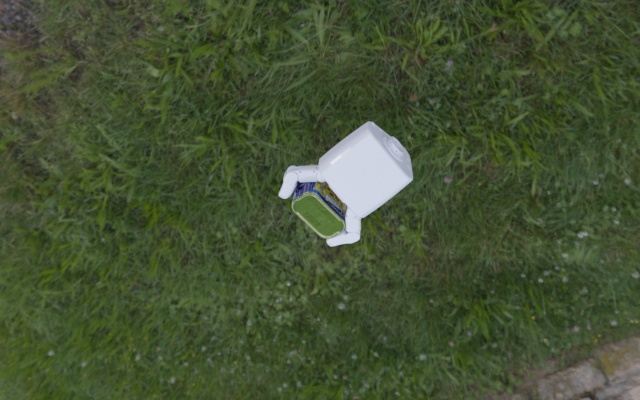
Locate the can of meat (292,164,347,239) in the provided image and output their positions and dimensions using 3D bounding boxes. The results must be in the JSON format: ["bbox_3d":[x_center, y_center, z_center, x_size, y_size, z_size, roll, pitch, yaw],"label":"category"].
[{"bbox_3d":[0.000,0.003,0.803,0.057,0.102,0.084,-34,26,25],"label":"can of meat"}]
